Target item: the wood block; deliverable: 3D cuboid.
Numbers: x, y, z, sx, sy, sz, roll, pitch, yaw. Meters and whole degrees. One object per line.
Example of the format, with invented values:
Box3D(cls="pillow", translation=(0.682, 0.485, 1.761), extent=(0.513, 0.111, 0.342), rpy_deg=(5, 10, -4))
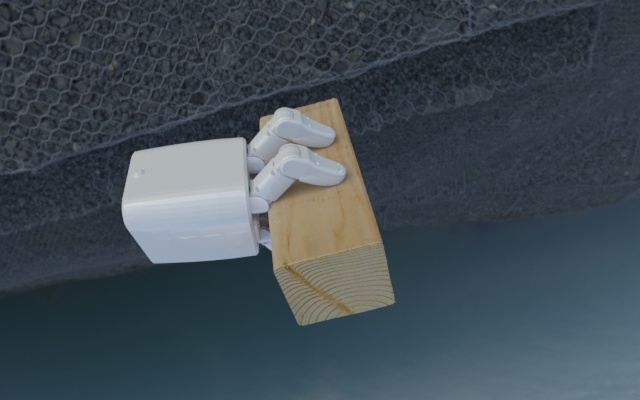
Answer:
Box3D(cls="wood block", translation=(0.000, 0.002, 0.466), extent=(0.090, 0.206, 0.091), rpy_deg=(-14, -45, 3))
